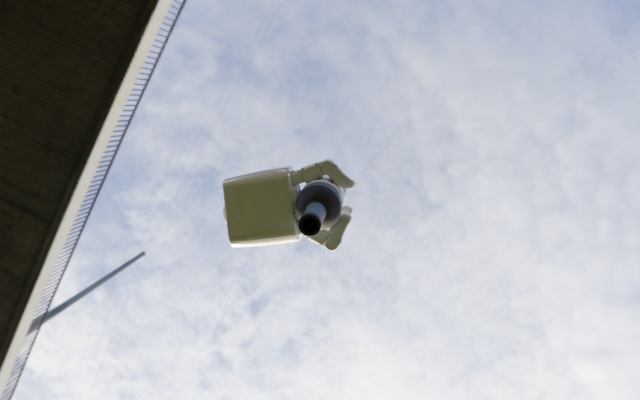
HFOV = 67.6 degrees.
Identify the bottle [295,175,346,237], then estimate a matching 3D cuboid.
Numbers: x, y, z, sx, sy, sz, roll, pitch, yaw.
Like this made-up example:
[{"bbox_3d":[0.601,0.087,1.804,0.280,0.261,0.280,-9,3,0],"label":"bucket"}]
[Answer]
[{"bbox_3d":[0.000,0.002,0.708,0.069,0.069,0.295,0,11,5],"label":"bottle"}]
